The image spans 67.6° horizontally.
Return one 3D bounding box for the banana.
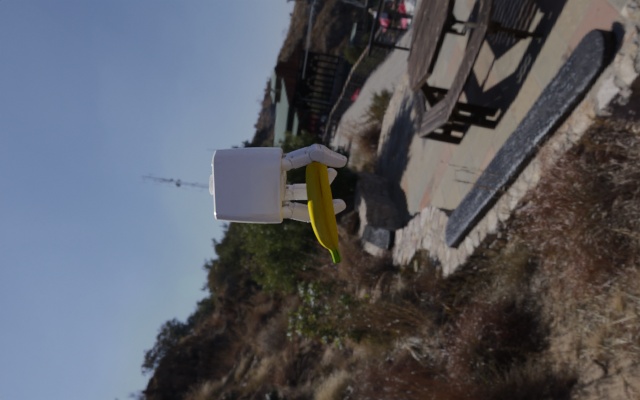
[{"bbox_3d":[-0.001,-0.005,0.717,0.037,0.197,0.070,-9,-35,0],"label":"banana"}]
